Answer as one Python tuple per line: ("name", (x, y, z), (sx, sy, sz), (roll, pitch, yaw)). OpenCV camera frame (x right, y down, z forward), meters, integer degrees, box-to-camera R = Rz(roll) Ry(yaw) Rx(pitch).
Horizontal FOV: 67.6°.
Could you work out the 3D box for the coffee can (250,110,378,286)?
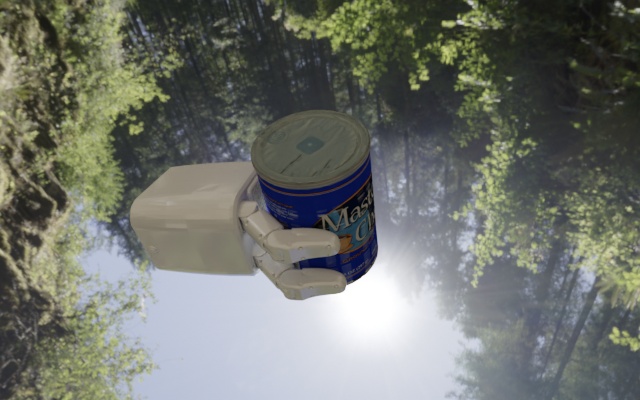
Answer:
("coffee can", (0.000, 0.001, 0.451), (0.103, 0.140, 0.102), (-6, 43, 5))
